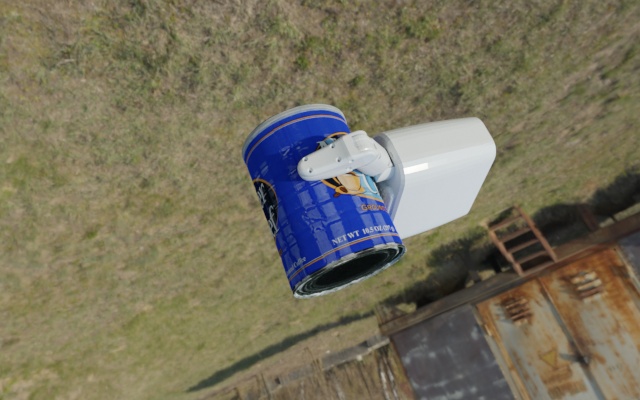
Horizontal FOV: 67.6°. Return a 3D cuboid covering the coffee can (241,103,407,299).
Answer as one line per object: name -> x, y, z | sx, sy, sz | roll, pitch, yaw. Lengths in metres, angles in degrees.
coffee can -> 0.000, 0.001, 0.424 | 0.103, 0.140, 0.103 | -20, -21, -8
